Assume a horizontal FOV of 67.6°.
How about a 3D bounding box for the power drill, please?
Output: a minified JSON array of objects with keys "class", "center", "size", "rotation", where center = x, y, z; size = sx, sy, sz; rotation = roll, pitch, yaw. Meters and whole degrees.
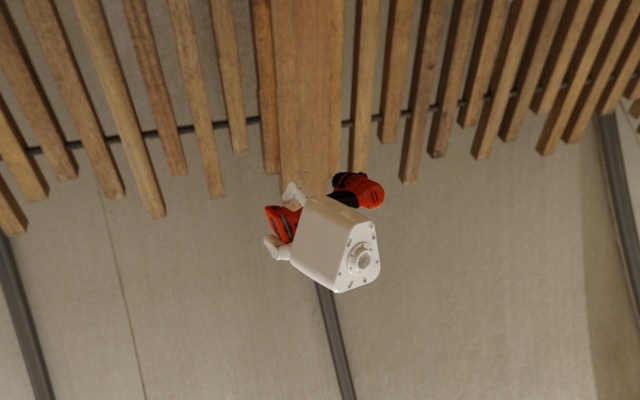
[{"class":"power drill","center":[0.000,0.003,0.833],"size":[0.187,0.057,0.184],"rotation":[-25,14,-11]}]
